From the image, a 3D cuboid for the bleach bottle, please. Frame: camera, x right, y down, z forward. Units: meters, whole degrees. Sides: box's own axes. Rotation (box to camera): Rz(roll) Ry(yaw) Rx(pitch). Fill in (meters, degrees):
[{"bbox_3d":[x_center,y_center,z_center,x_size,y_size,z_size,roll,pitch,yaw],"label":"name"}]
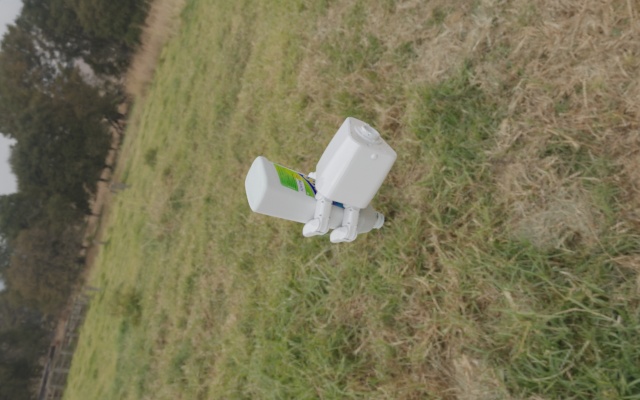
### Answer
[{"bbox_3d":[0.000,0.003,0.829,0.251,0.068,0.102,16,31,-28],"label":"bleach bottle"}]
